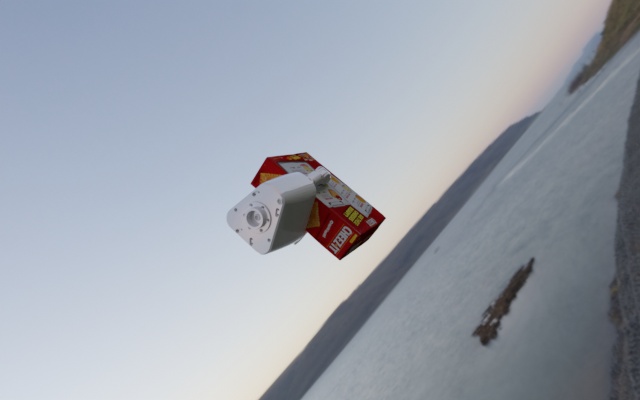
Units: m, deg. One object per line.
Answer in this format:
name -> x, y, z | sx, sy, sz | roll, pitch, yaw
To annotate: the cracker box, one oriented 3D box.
cracker box -> 0.000, 0.003, 0.883 | 0.213, 0.072, 0.164 | 41, 21, 13
